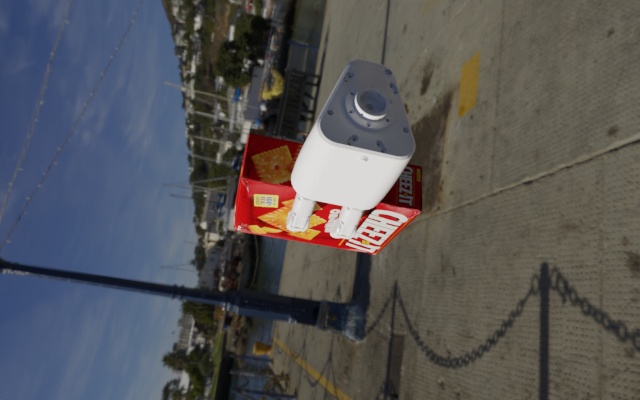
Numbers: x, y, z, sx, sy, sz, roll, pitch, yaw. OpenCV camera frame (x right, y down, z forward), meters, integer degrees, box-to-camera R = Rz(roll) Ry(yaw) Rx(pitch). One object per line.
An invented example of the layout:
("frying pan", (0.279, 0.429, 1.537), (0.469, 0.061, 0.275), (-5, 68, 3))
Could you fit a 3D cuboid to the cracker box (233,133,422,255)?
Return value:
("cracker box", (0.000, 0.002, 0.617), (0.214, 0.072, 0.164), (11, -26, -10))
